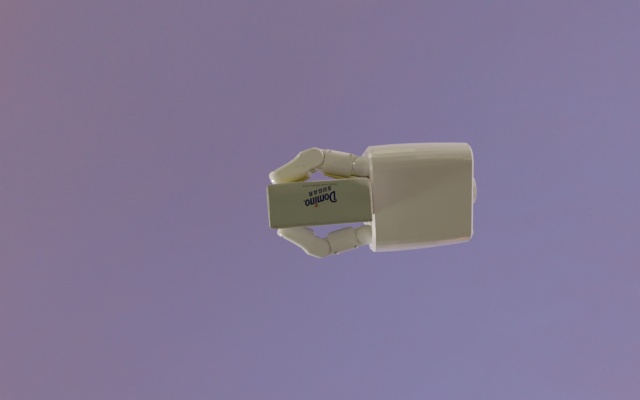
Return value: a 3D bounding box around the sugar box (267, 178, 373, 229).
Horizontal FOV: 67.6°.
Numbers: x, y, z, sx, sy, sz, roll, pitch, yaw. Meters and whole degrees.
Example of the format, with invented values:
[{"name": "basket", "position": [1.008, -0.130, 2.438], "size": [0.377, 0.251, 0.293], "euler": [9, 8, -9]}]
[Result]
[{"name": "sugar box", "position": [0.000, 0.001, 0.500], "size": [0.093, 0.048, 0.176], "euler": [-4, -2, 0]}]
